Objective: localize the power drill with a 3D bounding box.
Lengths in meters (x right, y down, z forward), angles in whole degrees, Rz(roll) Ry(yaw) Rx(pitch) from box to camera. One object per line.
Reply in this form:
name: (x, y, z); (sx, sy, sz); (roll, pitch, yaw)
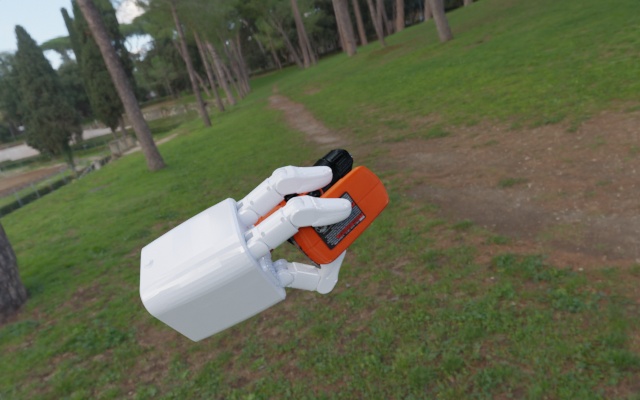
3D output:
power drill: (0.000, 0.002, 0.552); (0.184, 0.057, 0.187); (-46, 16, -15)
